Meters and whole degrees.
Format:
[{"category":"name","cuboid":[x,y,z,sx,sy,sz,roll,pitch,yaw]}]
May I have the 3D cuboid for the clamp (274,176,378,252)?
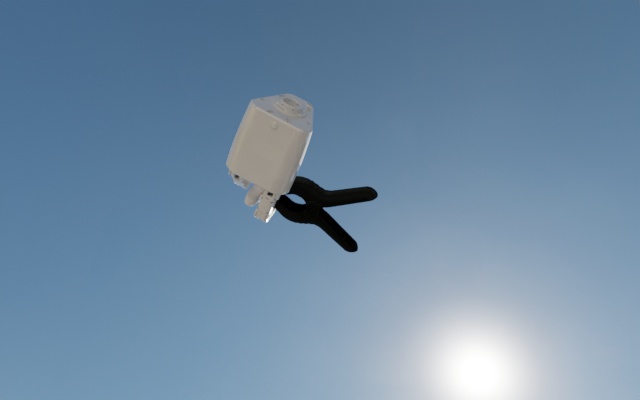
[{"category":"clamp","cuboid":[0.000,0.002,0.720,0.171,0.120,0.039,25,30,-3]}]
